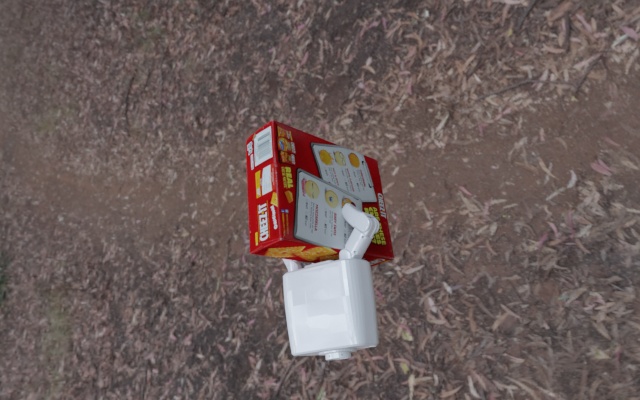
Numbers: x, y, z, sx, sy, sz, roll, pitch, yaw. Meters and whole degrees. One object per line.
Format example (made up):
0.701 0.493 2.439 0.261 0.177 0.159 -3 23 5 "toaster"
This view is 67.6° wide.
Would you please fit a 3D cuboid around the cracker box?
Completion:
0.000 0.002 0.665 0.214 0.164 0.072 15 -30 -43 "cracker box"
